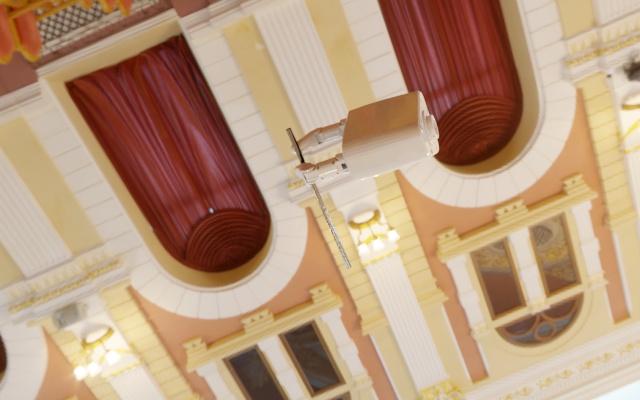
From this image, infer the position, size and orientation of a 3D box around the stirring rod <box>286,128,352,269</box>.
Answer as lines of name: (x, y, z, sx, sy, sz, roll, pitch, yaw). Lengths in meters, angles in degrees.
stirring rod: (0.000, 0.002, 0.715, 0.011, 0.240, 0.011, -21, 20, 8)
